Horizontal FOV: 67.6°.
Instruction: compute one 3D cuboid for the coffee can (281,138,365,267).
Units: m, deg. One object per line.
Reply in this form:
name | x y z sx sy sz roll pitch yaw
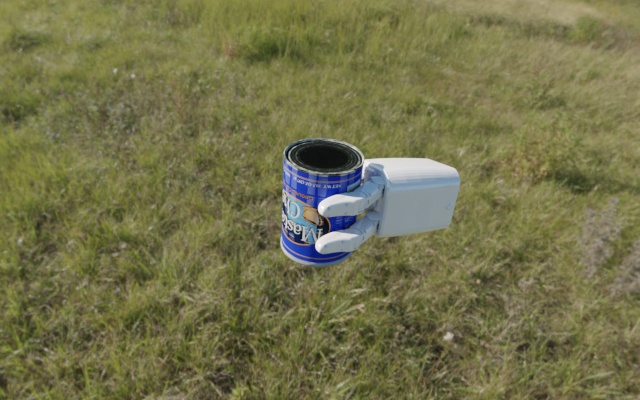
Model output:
coffee can | 0.000 0.002 0.634 0.103 0.140 0.102 3 32 -2
